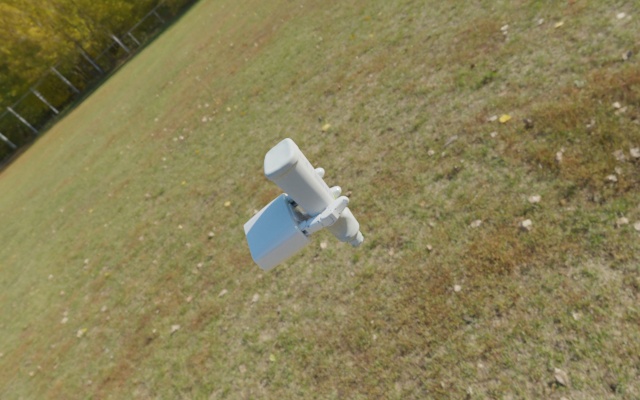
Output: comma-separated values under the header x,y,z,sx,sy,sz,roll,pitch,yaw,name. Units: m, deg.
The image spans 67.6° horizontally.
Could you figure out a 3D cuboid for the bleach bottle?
x,y,z,sx,sy,sz,roll,pitch,yaw,name
0.000,0.003,0.886,0.068,0.251,0.102,-36,28,12,bleach bottle
